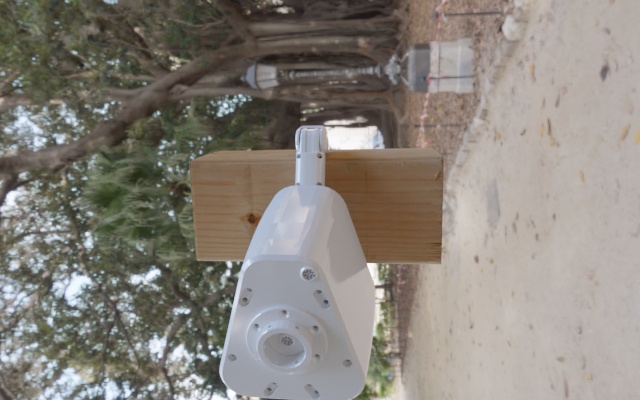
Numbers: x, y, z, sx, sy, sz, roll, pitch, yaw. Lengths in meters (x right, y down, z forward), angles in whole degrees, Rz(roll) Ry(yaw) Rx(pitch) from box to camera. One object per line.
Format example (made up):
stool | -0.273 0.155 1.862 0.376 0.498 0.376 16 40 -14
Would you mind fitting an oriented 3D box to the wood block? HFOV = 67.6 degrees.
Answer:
wood block | 0.000 0.001 0.430 0.206 0.091 0.090 0 11 7
